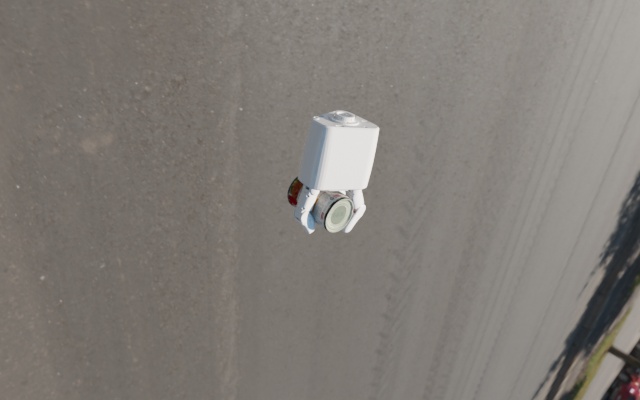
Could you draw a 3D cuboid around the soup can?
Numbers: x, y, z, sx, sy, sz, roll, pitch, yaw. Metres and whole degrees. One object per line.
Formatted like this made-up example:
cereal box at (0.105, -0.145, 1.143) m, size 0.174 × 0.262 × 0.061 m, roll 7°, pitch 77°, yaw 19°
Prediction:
soup can at (0.000, 0.003, 0.827) m, size 0.068 × 0.068 × 0.102 m, roll 0°, pitch 26°, yaw -47°
